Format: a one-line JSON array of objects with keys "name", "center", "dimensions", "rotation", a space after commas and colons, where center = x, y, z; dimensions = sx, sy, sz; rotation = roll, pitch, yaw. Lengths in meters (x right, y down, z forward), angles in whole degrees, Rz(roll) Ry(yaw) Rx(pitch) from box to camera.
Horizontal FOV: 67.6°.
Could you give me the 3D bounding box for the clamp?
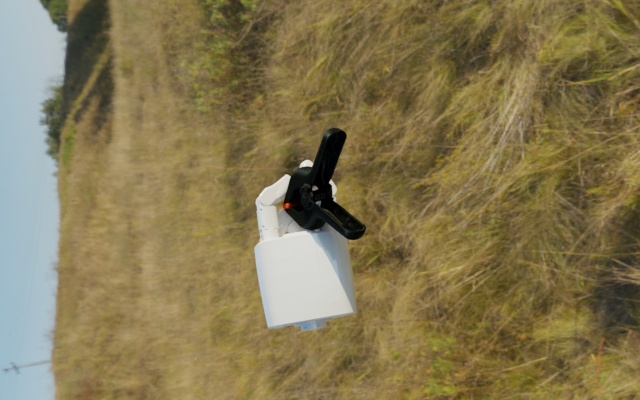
[{"name": "clamp", "center": [-0.001, 0.002, 0.563], "dimensions": [0.039, 0.120, 0.171], "rotation": [-4, -16, -22]}]
